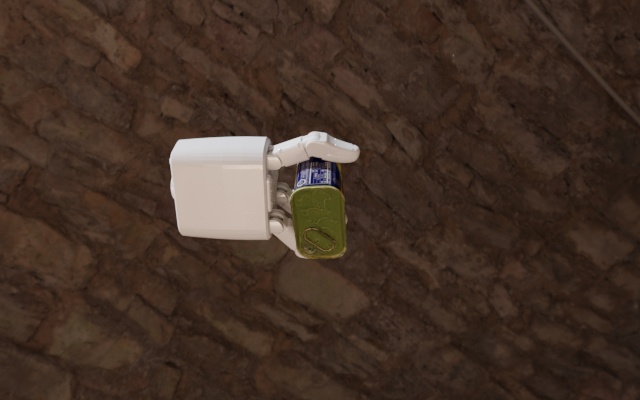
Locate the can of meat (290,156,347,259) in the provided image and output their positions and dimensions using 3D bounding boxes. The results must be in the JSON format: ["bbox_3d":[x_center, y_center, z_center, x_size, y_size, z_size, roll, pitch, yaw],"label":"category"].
[{"bbox_3d":[0.000,0.002,0.547,0.057,0.102,0.084,-3,38,4],"label":"can of meat"}]
